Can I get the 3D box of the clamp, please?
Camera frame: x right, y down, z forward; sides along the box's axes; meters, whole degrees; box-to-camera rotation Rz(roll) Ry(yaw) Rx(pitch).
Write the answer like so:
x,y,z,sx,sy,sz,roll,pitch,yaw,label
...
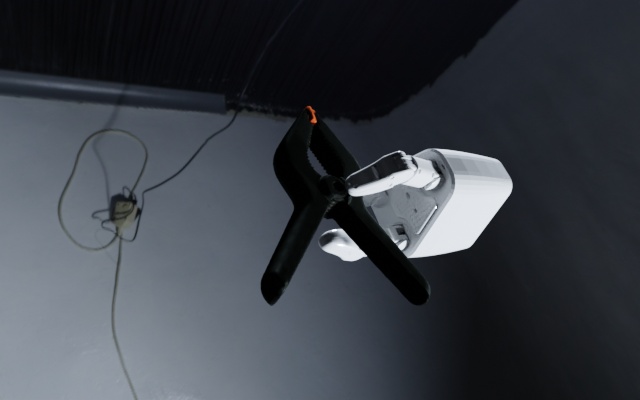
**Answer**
x,y,z,sx,sy,sz,roll,pitch,yaw,label
0.001,0.000,0.420,0.164,0.210,0.036,3,-35,-39,clamp
